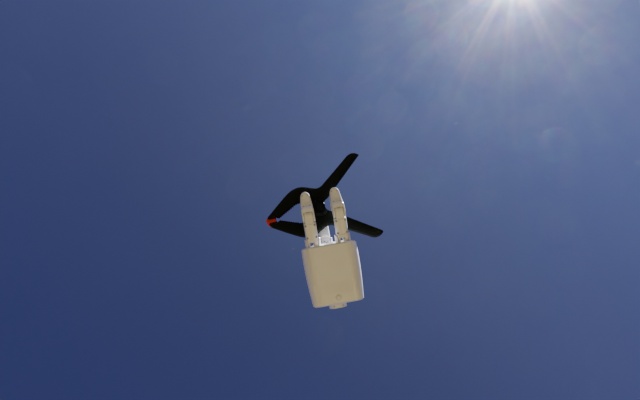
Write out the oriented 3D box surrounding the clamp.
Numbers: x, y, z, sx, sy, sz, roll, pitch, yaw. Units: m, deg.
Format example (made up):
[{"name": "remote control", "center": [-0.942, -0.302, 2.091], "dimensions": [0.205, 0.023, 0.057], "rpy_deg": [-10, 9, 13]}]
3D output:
[{"name": "clamp", "center": [0.000, 0.003, 0.892], "dimensions": [0.210, 0.164, 0.036], "rpy_deg": [-9, -10, -4]}]
